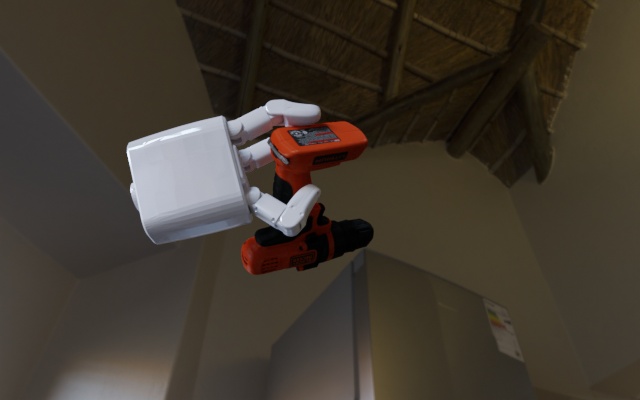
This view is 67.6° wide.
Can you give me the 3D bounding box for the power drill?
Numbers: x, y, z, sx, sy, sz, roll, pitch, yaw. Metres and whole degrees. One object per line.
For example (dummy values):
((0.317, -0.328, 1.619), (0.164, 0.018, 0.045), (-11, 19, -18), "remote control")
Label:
((0.000, 0.002, 0.572), (0.184, 0.188, 0.057), (-12, 39, -29), "power drill")
